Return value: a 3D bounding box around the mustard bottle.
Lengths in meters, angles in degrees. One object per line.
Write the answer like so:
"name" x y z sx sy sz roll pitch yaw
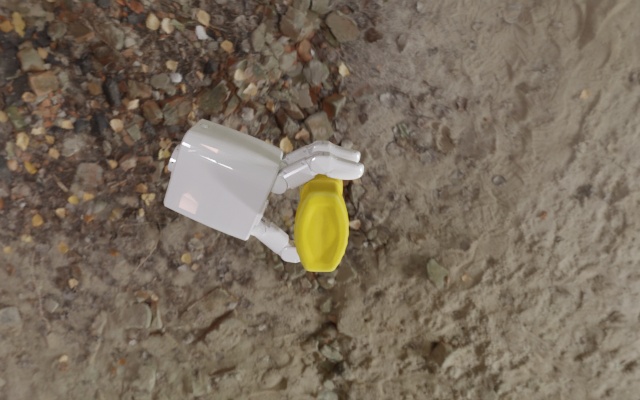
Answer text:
"mustard bottle" 0.000 0.002 0.584 0.058 0.096 0.191 0 21 -1
